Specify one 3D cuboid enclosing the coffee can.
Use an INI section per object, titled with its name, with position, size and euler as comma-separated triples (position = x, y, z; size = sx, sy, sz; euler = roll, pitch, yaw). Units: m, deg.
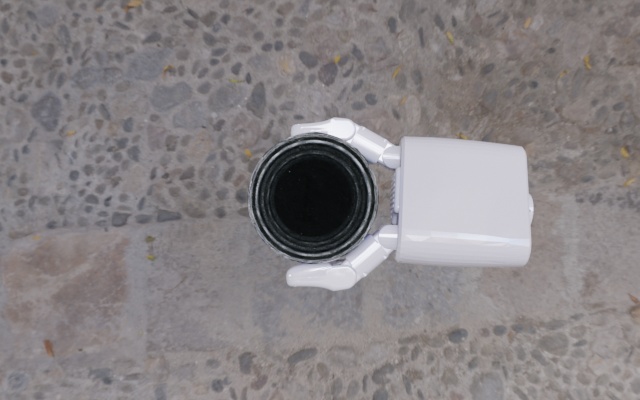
[coffee can]
position = 0.000, 0.001, 0.437
size = 0.103, 0.103, 0.140
euler = 0, -3, 5
